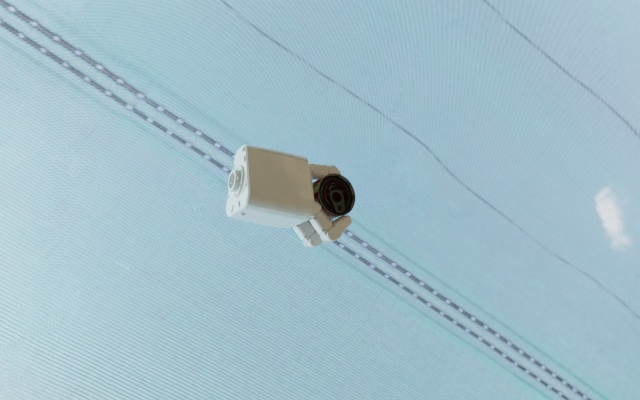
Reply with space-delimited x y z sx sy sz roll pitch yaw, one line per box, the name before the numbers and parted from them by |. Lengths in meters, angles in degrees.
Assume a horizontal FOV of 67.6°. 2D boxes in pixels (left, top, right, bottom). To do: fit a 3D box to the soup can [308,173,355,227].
soup can | 0.000 0.003 0.777 0.068 0.068 0.102 0 -14 -32
